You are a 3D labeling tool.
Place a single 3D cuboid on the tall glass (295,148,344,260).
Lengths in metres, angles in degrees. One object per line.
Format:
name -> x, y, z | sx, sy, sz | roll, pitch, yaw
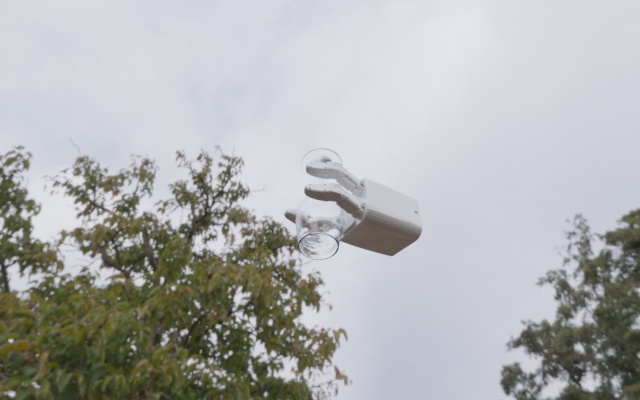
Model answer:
tall glass -> 0.000, 0.002, 0.791 | 0.079, 0.079, 0.200 | 0, 43, 3
